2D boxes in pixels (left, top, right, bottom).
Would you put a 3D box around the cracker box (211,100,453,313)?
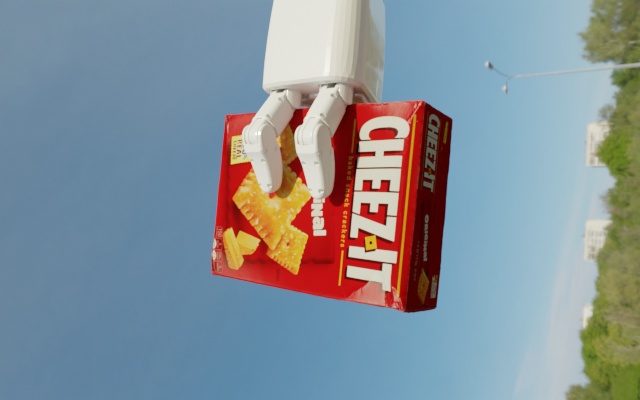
[{"bbox_3d":[0.000,0.001,0.436,0.213,0.164,0.072,3,-4,35],"label":"cracker box"}]
